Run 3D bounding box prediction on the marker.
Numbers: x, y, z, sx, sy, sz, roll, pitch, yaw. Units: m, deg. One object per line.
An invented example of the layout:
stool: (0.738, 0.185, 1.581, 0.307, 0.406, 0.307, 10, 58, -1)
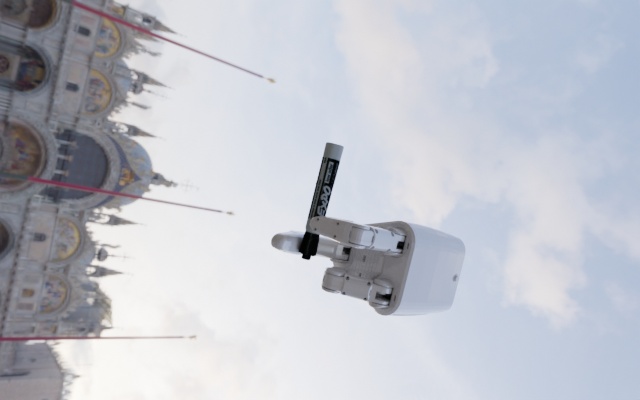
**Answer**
marker: (0.000, 0.002, 0.486, 0.020, 0.121, 0.020, 14, 2, 0)
